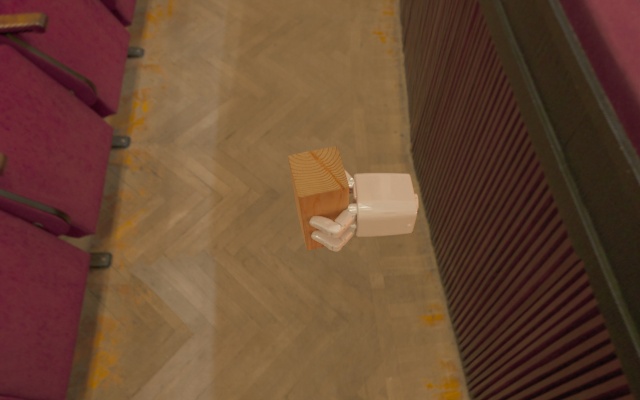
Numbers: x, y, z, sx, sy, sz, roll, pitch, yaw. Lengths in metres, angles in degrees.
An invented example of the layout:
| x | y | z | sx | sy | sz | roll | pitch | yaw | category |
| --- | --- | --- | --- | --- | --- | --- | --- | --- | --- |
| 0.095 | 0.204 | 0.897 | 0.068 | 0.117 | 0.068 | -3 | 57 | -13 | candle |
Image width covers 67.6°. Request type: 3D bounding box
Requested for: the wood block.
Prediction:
| x | y | z | sx | sy | sz | roll | pitch | yaw | category |
| --- | --- | --- | --- | --- | --- | --- | --- | --- | --- |
| 0.000 | 0.003 | 0.894 | 0.090 | 0.090 | 0.206 | -12 | -31 | -5 | wood block |
